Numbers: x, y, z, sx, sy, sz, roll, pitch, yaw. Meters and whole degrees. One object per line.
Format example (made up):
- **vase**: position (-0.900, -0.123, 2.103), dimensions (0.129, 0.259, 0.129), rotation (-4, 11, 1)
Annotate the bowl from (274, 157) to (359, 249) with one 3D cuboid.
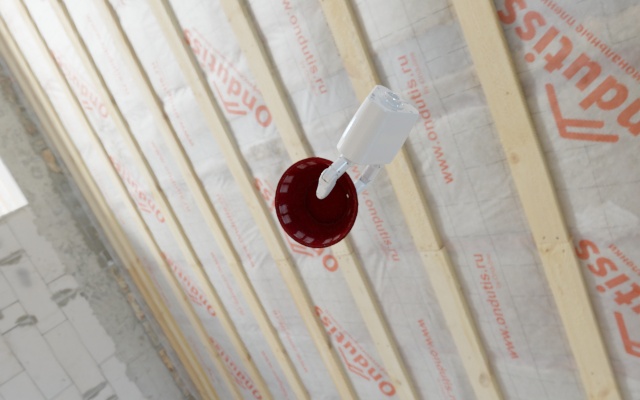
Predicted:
- **bowl**: position (-0.001, 0.004, 0.861), dimensions (0.162, 0.162, 0.055), rotation (0, 4, 23)
